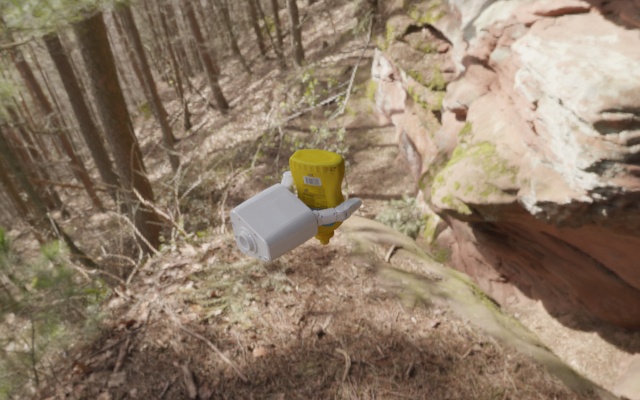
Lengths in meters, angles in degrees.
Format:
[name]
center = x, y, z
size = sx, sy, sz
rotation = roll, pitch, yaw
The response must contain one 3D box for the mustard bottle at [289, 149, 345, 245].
[mustard bottle]
center = 0.000, 0.002, 0.876
size = 0.096, 0.192, 0.058
rotation = 8, 36, 21
